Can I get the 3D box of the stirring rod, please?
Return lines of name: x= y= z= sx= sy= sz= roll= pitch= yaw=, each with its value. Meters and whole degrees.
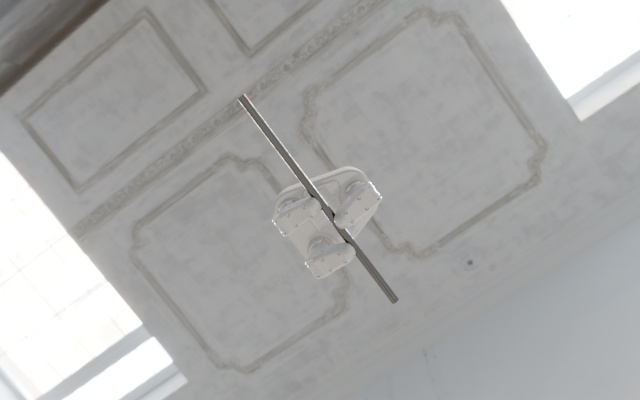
stirring rod: x=0.000 y=0.001 z=0.446 sx=0.011 sy=0.239 sz=0.011 roll=-36 pitch=6 yaw=5
